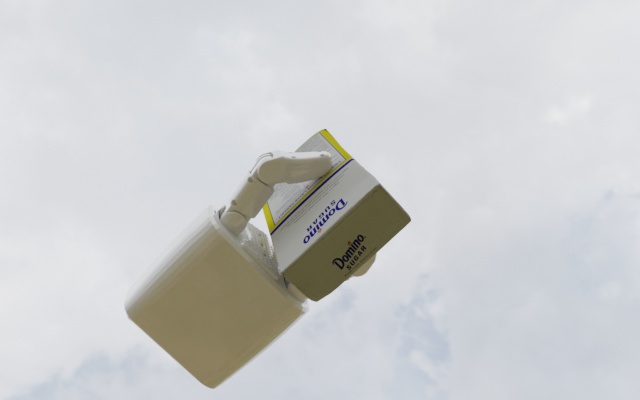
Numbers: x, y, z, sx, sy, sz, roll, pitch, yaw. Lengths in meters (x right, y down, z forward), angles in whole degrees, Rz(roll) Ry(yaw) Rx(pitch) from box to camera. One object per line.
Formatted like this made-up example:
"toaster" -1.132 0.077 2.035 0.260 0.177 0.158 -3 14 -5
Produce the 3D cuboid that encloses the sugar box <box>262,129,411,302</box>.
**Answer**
"sugar box" 0.000 0.002 0.402 0.048 0.093 0.176 45 6 -26
